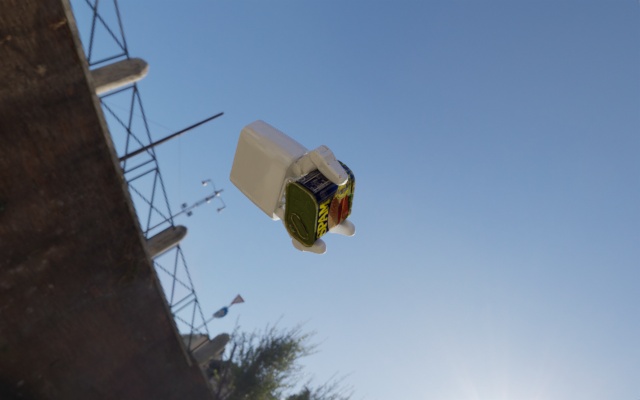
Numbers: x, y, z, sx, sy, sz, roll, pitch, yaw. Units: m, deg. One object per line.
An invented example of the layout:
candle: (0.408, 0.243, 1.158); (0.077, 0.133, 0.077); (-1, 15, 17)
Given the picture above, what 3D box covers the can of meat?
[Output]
can of meat: (0.000, 0.002, 0.664); (0.057, 0.102, 0.084); (36, 51, 28)
